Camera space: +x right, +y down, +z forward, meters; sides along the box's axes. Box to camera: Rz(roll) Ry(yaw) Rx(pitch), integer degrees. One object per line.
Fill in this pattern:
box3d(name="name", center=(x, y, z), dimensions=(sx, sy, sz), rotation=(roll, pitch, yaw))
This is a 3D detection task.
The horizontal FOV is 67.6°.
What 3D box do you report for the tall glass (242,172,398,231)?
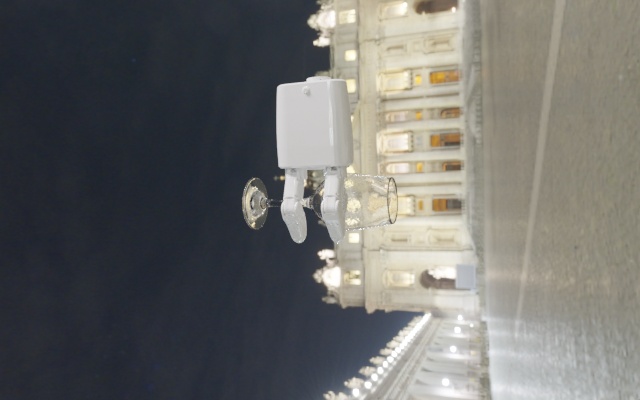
box3d(name="tall glass", center=(-0.001, 0.002, 0.648), dimensions=(0.201, 0.079, 0.079), rotation=(-1, 0, 20))
